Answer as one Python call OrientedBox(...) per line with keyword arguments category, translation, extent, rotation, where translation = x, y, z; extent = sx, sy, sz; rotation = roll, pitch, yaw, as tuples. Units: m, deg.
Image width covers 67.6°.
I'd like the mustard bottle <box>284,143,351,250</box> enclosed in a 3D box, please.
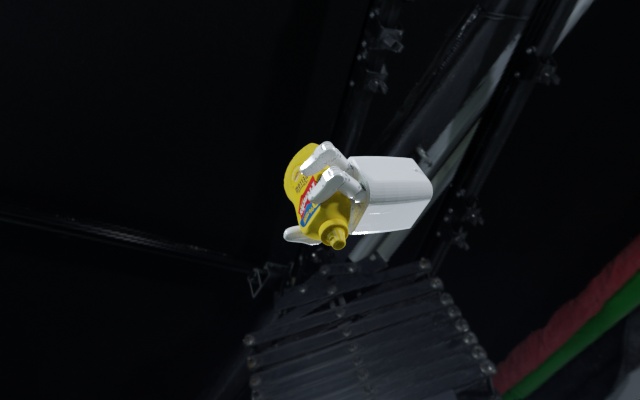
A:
OrientedBox(category="mustard bottle", translation=(0.000, 0.002, 0.710), extent=(0.058, 0.096, 0.191), rotation=(20, 29, -32))
